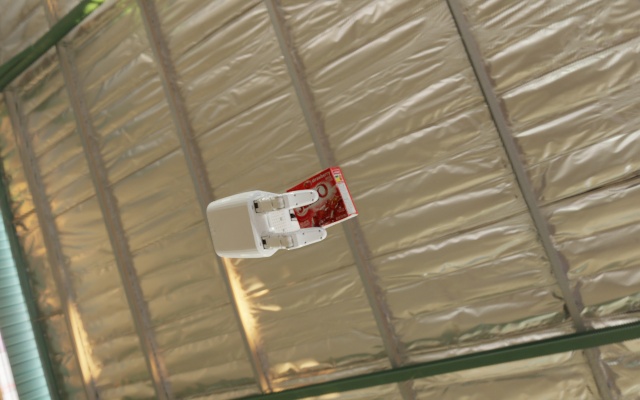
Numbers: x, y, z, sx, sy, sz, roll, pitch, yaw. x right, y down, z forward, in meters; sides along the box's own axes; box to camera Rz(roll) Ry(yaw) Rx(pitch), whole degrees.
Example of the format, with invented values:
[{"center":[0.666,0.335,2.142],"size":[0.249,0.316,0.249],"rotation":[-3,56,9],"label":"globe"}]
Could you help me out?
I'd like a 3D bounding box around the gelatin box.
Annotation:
[{"center":[0.001,0.002,0.678],"size":[0.089,0.073,0.030],"rotation":[-25,-8,35],"label":"gelatin box"}]
